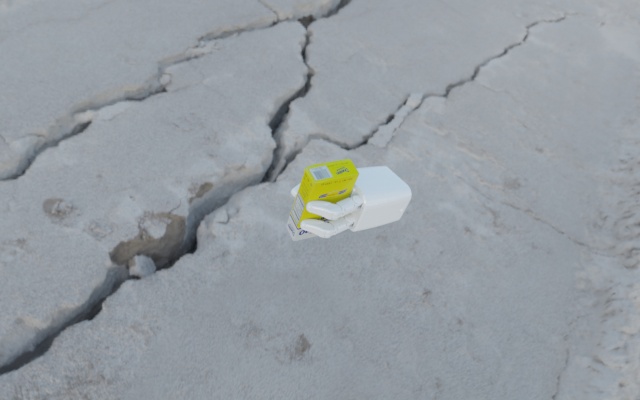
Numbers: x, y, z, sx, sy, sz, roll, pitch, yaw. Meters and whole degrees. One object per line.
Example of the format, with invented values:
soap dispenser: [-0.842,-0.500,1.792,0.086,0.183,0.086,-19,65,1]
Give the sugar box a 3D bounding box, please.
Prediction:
sugar box: [0.001,0.003,0.881,0.093,0.048,0.176,-12,-36,-25]
